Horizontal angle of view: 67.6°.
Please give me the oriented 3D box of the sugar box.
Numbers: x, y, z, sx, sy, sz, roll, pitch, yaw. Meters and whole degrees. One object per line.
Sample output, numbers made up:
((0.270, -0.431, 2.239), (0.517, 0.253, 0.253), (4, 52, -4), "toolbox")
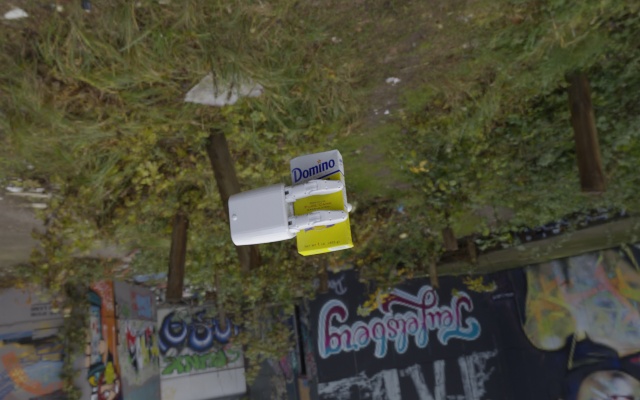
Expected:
((0.000, 0.003, 0.851), (0.093, 0.176, 0.048), (-11, -14, 12), "sugar box")
